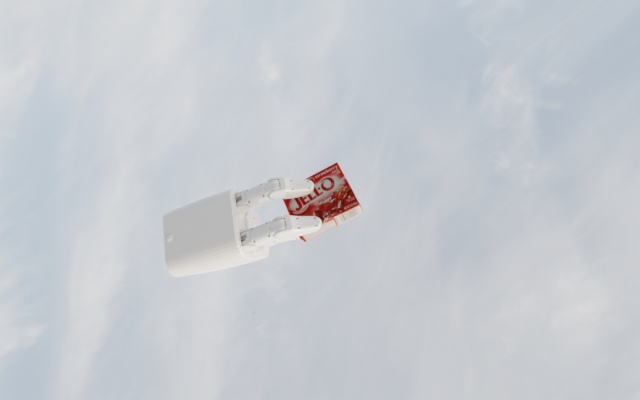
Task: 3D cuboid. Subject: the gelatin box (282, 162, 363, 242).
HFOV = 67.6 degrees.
[{"bbox_3d":[0.001,0.002,0.627,0.089,0.073,0.030,-27,-30,1],"label":"gelatin box"}]
